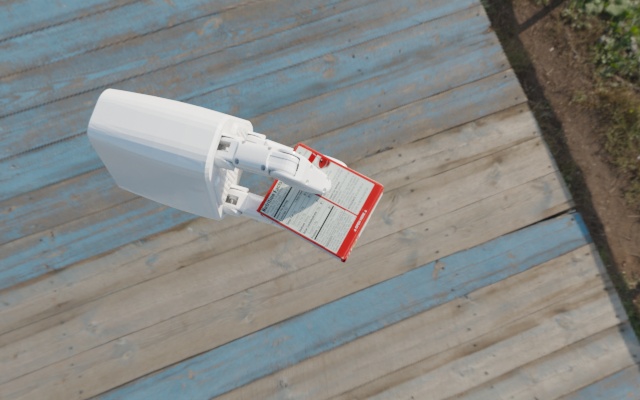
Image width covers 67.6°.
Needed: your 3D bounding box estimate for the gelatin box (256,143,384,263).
[{"bbox_3d":[0.000,0.001,0.422,0.089,0.073,0.030,28,-9,10],"label":"gelatin box"}]
